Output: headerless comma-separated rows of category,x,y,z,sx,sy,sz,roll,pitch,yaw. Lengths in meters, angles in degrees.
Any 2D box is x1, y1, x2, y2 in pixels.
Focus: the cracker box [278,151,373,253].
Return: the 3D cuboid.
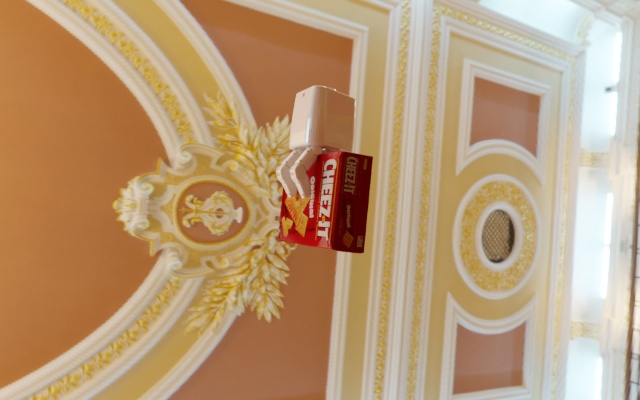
cracker box,0.000,0.003,0.864,0.072,0.164,0.213,7,-3,-29
